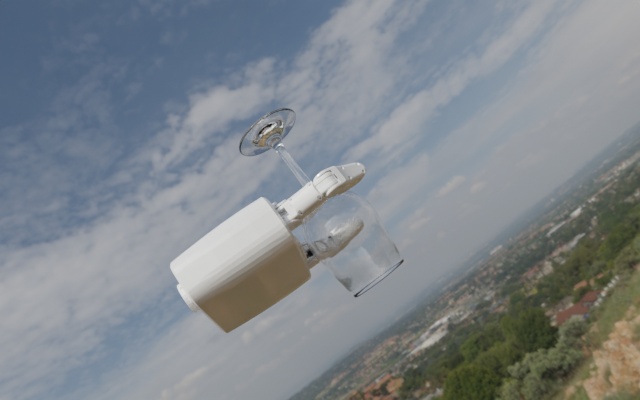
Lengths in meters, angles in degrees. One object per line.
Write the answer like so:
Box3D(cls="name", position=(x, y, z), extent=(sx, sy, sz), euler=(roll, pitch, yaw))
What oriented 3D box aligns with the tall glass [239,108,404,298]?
Box3D(cls="tall glass", position=(0.000, 0.001, 0.498), extent=(0.079, 0.201, 0.079), euler=(-35, -16, -11))
